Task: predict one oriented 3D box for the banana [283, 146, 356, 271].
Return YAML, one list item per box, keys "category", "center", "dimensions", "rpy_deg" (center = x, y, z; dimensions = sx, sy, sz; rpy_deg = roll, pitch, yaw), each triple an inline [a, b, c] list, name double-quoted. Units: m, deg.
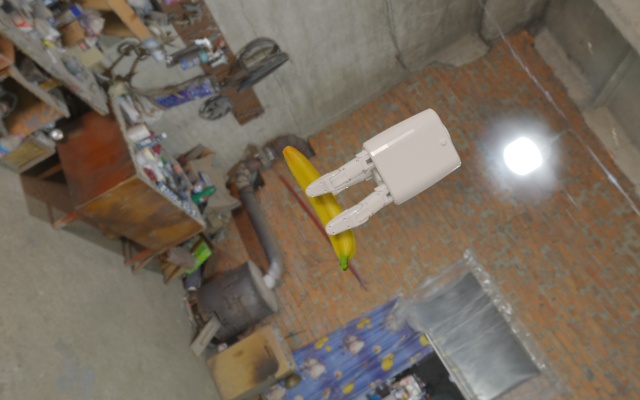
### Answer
- category: "banana"
  center: [0.006, 0.007, 0.701]
  dimensions: [0.037, 0.197, 0.069]
  rpy_deg: [-30, -12, 7]
